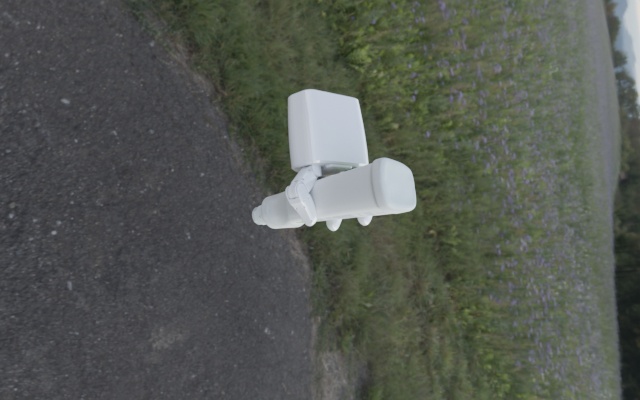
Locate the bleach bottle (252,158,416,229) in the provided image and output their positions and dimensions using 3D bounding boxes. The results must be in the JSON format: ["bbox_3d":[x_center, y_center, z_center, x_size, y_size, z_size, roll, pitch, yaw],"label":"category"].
[{"bbox_3d":[0.000,0.002,0.674,0.251,0.068,0.102,-12,-11,33],"label":"bleach bottle"}]
